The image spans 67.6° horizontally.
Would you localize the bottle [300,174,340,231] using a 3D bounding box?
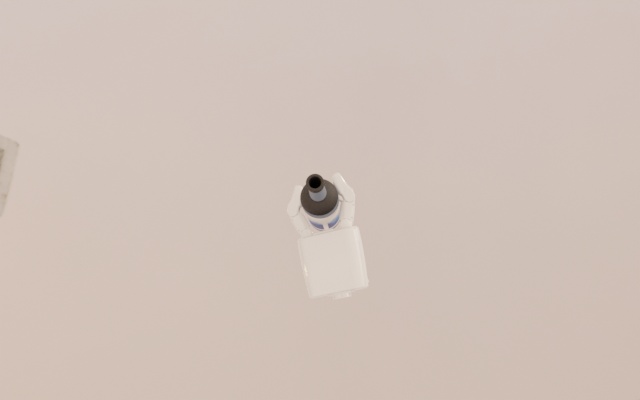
[{"bbox_3d":[0.000,0.003,0.855,0.069,0.069,0.296,0,-12,3],"label":"bottle"}]
